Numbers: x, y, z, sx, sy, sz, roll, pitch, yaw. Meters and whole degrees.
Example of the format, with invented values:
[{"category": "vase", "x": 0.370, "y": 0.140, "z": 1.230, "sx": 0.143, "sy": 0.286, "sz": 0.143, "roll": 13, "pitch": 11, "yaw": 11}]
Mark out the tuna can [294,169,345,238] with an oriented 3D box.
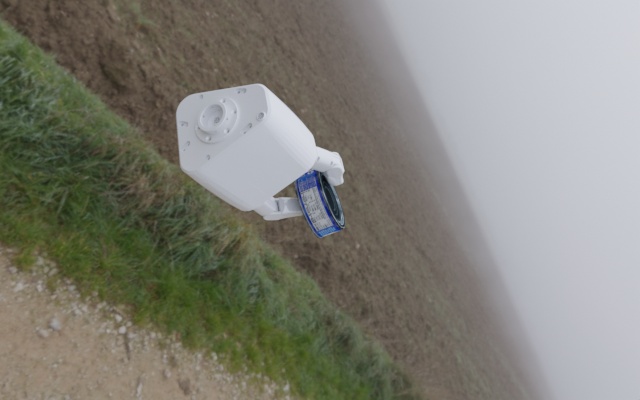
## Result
[{"category": "tuna can", "x": 0.001, "y": 0.002, "z": 0.600, "sx": 0.034, "sy": 0.086, "sz": 0.086, "roll": -21, "pitch": -5, "yaw": 12}]
